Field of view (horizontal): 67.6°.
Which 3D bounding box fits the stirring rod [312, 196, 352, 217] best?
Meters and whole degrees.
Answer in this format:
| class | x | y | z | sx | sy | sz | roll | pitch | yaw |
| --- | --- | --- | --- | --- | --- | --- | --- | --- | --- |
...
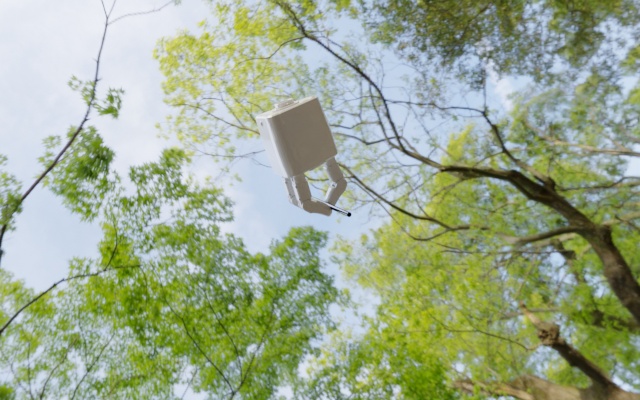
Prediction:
| class | x | y | z | sx | sy | sz | roll | pitch | yaw |
| --- | --- | --- | --- | --- | --- | --- | --- | --- | --- |
| stirring rod | 0.000 | 0.003 | 0.863 | 0.011 | 0.011 | 0.239 | 0 | 9 | -23 |
